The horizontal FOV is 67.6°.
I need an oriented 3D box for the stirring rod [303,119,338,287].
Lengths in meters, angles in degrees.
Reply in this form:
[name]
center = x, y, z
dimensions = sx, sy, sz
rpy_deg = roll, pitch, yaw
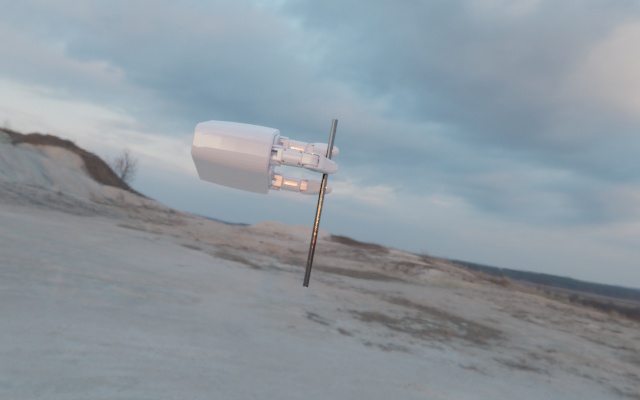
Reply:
[stirring rod]
center = 0.000, 0.002, 0.675
dimensions = 0.011, 0.239, 0.011
rpy_deg = 10, -4, 1
